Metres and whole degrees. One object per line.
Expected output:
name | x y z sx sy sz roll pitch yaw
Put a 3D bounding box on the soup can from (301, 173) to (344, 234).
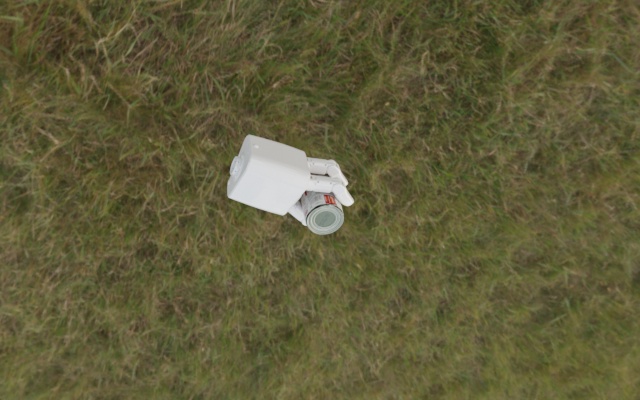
soup can | 0.001 0.003 0.850 0.068 0.069 0.102 0 38 -11
